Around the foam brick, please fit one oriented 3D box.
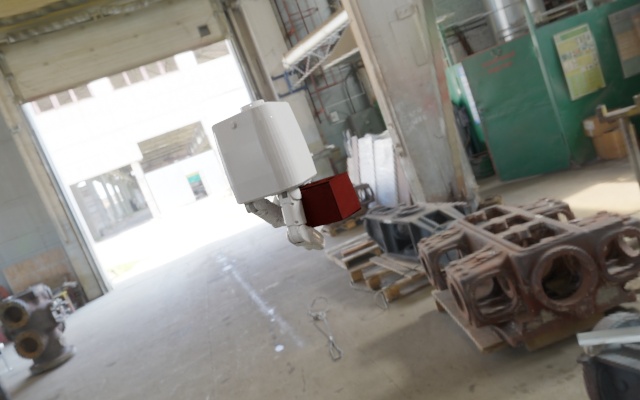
[{"bbox_3d":[0.000,0.002,0.598,0.078,0.051,0.053,-15,7,32],"label":"foam brick"}]
